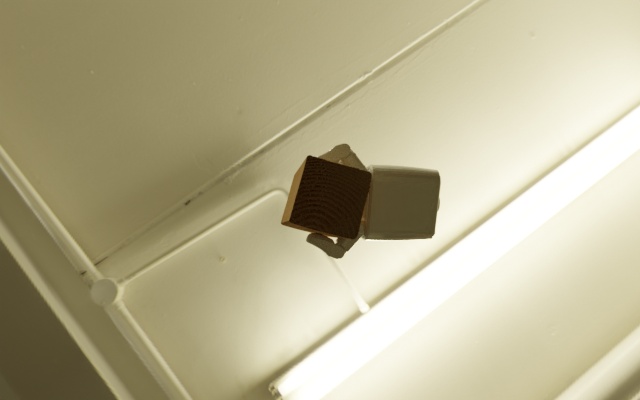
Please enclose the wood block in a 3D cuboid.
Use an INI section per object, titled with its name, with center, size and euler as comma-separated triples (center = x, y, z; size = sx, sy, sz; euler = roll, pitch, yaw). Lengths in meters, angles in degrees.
[wood block]
center = 0.000, 0.003, 0.698
size = 0.090, 0.091, 0.206
euler = 15, -6, -6
